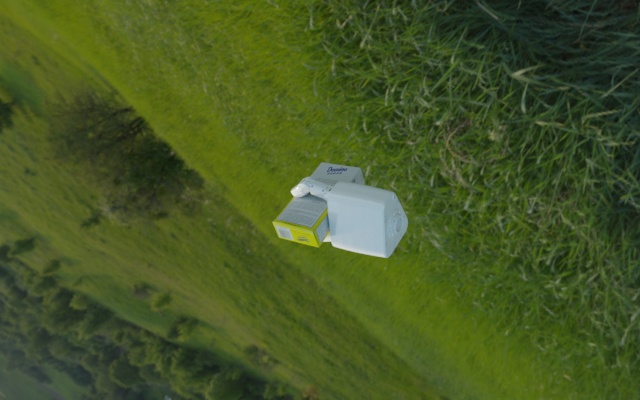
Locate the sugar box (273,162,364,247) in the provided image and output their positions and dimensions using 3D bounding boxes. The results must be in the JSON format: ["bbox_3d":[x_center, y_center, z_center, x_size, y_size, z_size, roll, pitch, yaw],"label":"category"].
[{"bbox_3d":[0.000,0.003,0.874,0.093,0.048,0.176,12,45,34],"label":"sugar box"}]
